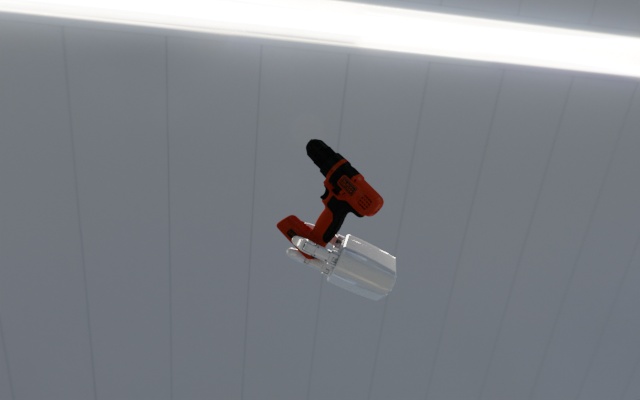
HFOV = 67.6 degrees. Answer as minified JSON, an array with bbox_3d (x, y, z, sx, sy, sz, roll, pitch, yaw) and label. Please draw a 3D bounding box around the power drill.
[{"bbox_3d":[0.000,0.003,0.897,0.184,0.188,0.057,46,23,16],"label":"power drill"}]
